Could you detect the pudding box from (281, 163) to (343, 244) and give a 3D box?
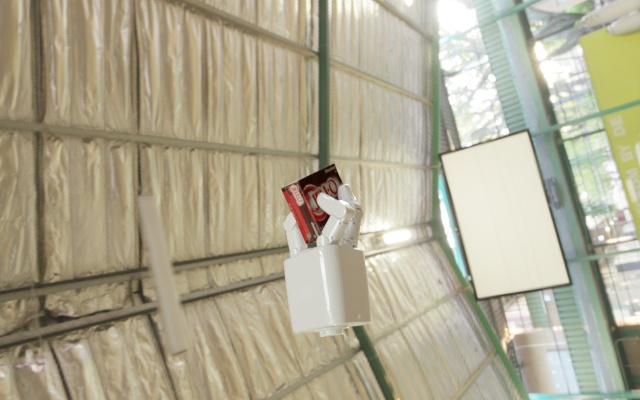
[{"bbox_3d":[0.000,0.002,0.710,0.039,0.090,0.113,-20,6,32],"label":"pudding box"}]
